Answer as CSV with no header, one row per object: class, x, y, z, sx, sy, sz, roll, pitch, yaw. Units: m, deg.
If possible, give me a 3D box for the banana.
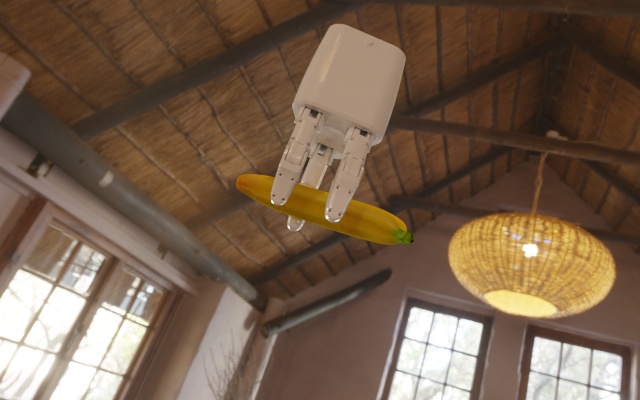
banana,0.008,0.008,0.503,0.198,0.037,0.070,16,-12,20
